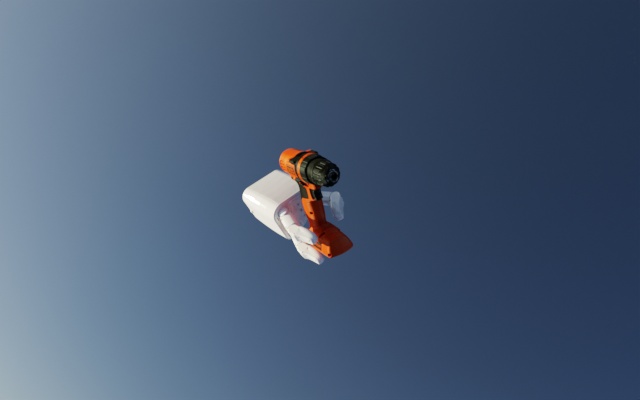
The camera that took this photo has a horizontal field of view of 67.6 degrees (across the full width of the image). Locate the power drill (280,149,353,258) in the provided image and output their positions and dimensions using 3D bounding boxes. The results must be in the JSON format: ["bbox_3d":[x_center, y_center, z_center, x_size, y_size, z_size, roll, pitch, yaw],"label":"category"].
[{"bbox_3d":[0.000,0.003,0.837,0.057,0.188,0.184,-23,22,-18],"label":"power drill"}]
